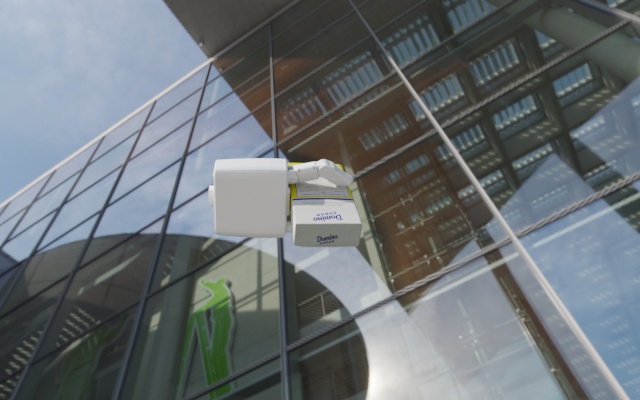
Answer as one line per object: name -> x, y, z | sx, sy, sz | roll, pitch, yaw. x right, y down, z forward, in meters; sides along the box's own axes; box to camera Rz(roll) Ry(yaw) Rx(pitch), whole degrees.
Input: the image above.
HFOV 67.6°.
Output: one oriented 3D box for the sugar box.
sugar box -> 0.000, 0.003, 0.716 | 0.093, 0.048, 0.176 | 1, 34, -7
